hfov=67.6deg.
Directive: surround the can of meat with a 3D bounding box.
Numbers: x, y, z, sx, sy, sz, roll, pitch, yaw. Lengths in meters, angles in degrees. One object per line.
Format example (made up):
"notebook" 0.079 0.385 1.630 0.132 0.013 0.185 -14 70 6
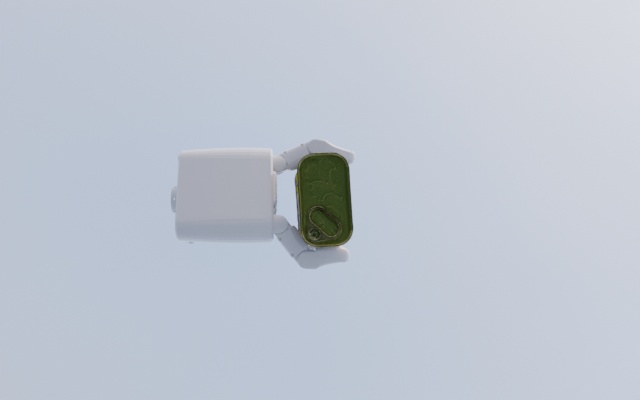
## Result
"can of meat" 0.000 0.002 0.552 0.057 0.102 0.084 -3 -3 -8
